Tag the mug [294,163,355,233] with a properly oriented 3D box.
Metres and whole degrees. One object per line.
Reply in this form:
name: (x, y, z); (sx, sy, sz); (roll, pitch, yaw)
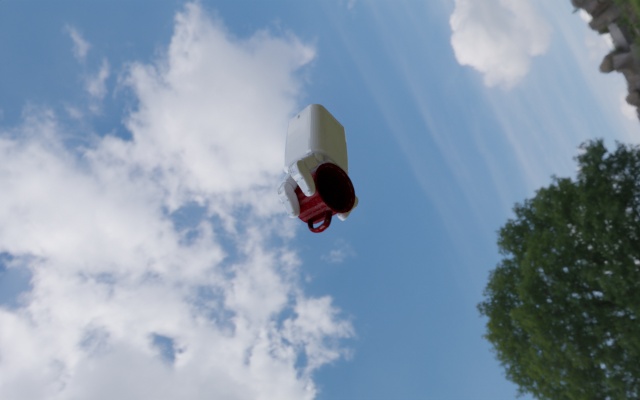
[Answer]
mug: (0.000, 0.004, 0.831); (0.093, 0.117, 0.081); (23, -35, -34)
